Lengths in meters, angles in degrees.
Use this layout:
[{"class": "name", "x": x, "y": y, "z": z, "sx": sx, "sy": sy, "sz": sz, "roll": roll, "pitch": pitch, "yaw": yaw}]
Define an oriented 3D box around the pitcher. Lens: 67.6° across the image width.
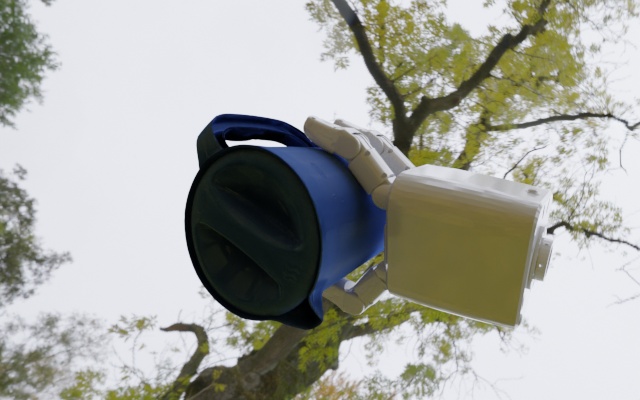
[{"class": "pitcher", "x": 0.000, "y": 0.002, "z": 0.450, "sx": 0.145, "sy": 0.149, "sz": 0.243, "roll": 14, "pitch": 15, "yaw": 29}]
